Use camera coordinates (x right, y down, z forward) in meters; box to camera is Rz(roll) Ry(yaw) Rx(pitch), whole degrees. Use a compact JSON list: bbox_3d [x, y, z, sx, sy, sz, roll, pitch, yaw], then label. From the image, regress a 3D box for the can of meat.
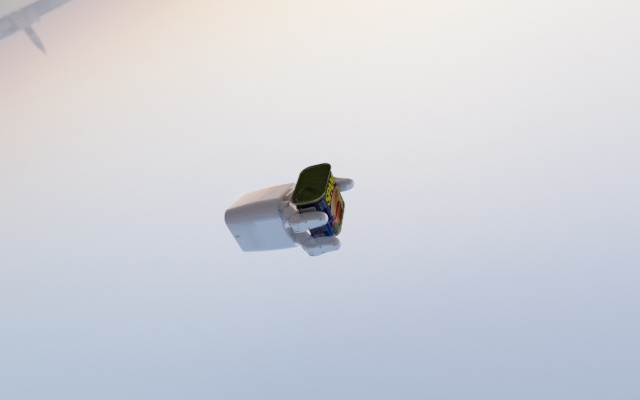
[{"bbox_3d":[0.000,0.003,0.780,0.057,0.084,0.102,-11,35,20],"label":"can of meat"}]
